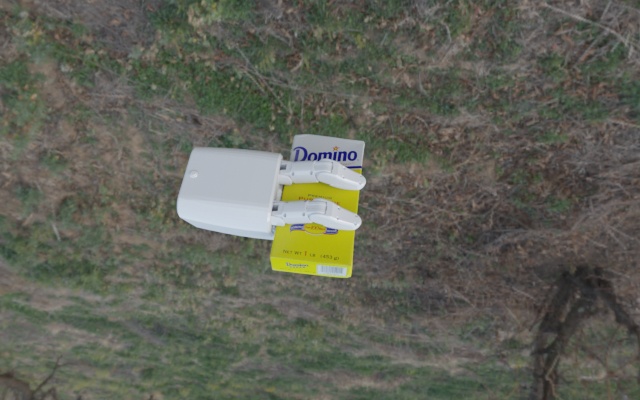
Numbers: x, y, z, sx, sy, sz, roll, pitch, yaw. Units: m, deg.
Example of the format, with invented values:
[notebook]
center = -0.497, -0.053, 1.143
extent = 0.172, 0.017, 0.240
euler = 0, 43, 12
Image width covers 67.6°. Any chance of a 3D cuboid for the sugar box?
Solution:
[sugar box]
center = 0.000, 0.002, 0.580
extent = 0.093, 0.176, 0.048
euler = 6, -28, 2
